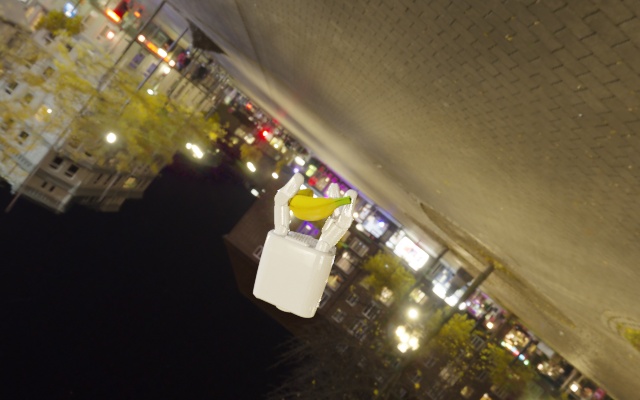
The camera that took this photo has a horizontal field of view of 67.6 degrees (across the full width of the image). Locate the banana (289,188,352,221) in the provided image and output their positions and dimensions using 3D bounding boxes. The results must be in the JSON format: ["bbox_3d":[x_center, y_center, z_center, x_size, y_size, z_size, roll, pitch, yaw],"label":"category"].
[{"bbox_3d":[-0.016,0.006,0.757,0.069,0.037,0.198,-9,9,-18],"label":"banana"}]
